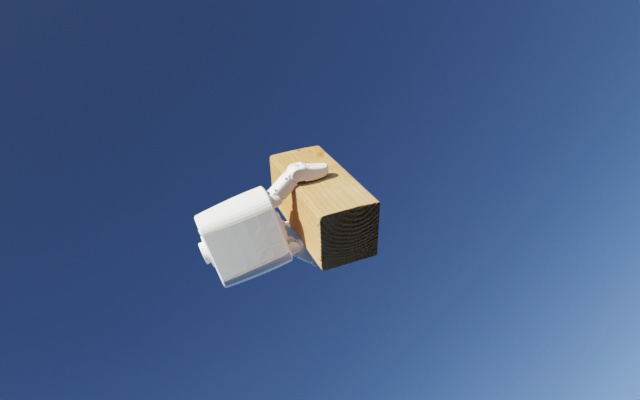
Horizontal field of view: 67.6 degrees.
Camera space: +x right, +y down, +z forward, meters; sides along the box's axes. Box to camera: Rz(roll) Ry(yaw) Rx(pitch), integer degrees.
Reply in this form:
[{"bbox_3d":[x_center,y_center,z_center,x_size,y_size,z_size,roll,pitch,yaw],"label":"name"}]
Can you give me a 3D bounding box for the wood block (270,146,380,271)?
[{"bbox_3d":[0.000,0.002,0.721,0.090,0.091,0.206,-14,33,-19],"label":"wood block"}]
